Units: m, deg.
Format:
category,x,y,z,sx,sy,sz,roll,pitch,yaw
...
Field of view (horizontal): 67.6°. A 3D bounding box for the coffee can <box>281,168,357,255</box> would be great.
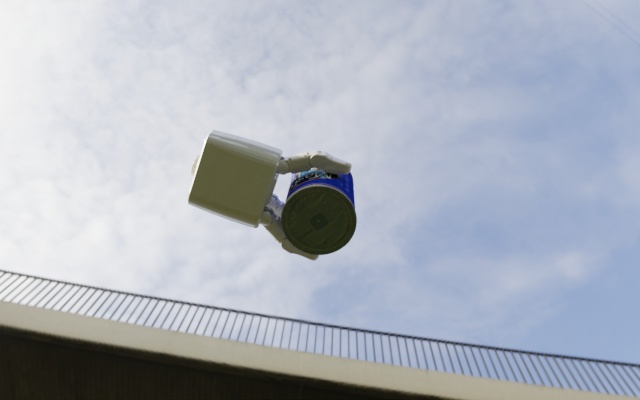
category,x,y,z,sx,sy,sz,roll,pitch,yaw
coffee can,0.000,0.002,0.703,0.103,0.103,0.140,0,22,2
